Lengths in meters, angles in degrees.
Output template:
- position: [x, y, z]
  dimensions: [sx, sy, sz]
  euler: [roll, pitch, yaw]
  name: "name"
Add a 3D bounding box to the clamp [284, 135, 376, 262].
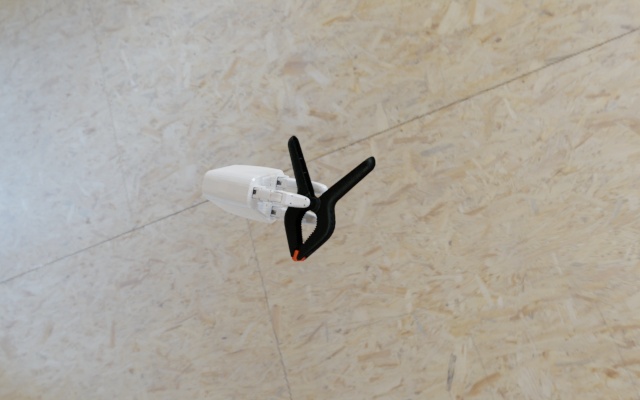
- position: [-0.001, 0.003, 0.793]
  dimensions: [0.164, 0.210, 0.036]
  euler: [11, -1, 28]
  name: "clamp"
